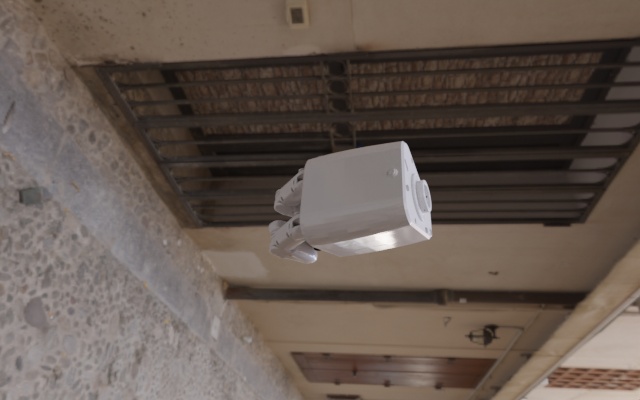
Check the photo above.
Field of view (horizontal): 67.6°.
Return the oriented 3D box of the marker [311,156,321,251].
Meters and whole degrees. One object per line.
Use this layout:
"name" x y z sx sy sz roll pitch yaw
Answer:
"marker" 0.000 0.002 0.550 0.020 0.121 0.020 2 -32 1
